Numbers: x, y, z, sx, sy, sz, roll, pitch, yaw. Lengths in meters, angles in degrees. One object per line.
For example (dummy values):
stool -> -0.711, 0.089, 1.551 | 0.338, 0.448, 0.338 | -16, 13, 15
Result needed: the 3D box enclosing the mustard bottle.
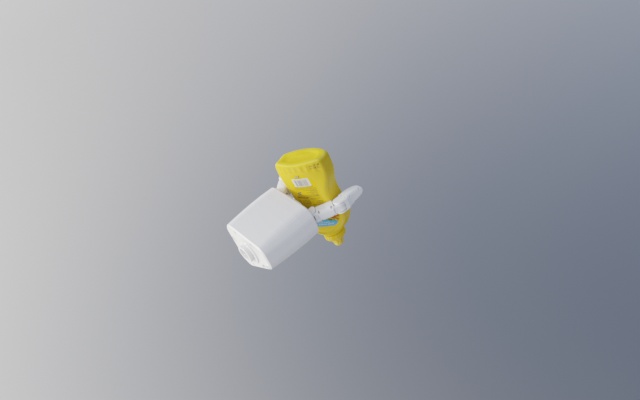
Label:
mustard bottle -> 0.000, 0.002, 0.833 | 0.096, 0.192, 0.058 | -4, 36, 32
